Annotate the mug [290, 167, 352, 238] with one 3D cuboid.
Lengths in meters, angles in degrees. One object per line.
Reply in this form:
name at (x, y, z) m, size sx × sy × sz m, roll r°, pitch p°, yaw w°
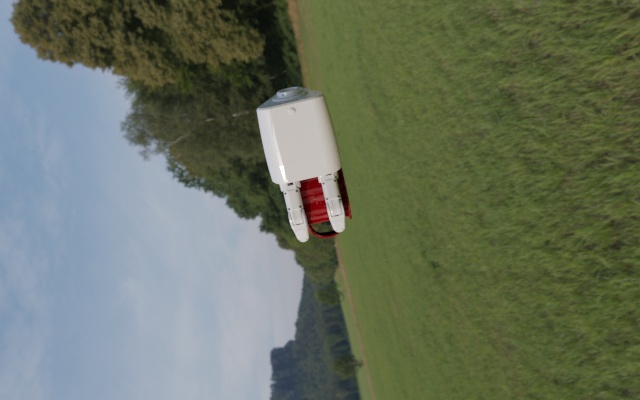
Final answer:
mug at (0.000, 0.004, 0.721) m, size 0.081 × 0.117 × 0.093 m, roll -12°, pitch 21°, yaw 1°
